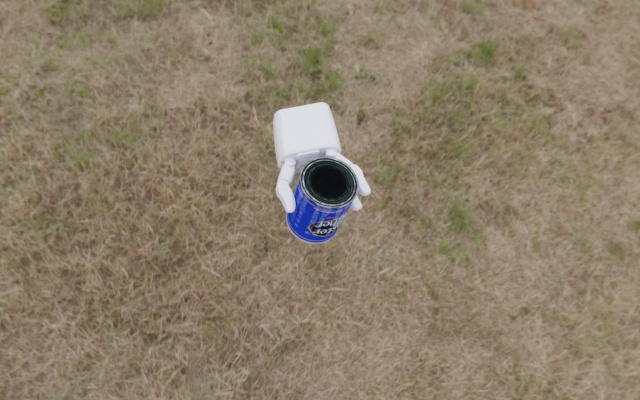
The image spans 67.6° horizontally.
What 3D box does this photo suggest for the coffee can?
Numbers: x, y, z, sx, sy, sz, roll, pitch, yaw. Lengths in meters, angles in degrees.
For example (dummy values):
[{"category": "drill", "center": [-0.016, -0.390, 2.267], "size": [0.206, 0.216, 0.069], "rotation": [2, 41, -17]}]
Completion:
[{"category": "coffee can", "center": [0.000, 0.003, 0.851], "size": [0.103, 0.102, 0.140], "rotation": [0, -30, -15]}]
